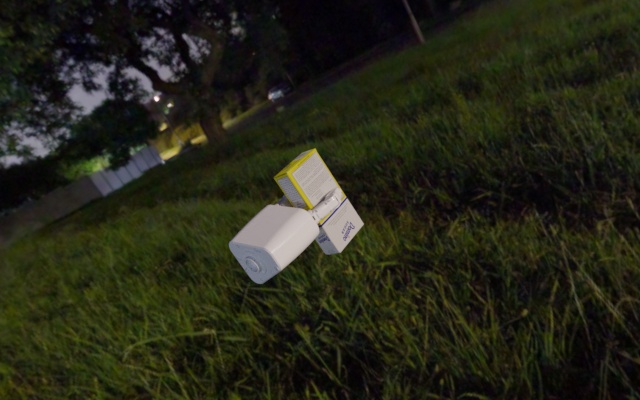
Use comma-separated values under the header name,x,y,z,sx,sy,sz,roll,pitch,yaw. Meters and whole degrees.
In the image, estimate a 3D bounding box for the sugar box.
name,x,y,z,sx,sy,sz,roll,pitch,yaw
sugar box,0.000,0.003,0.868,0.048,0.176,0.093,-13,24,46
